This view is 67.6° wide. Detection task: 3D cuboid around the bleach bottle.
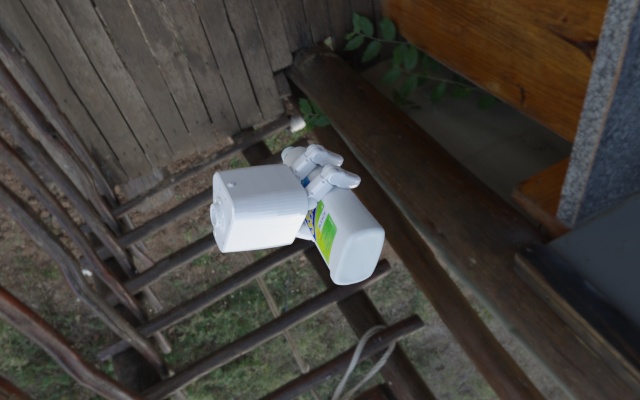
[{"bbox_3d":[0.000,0.002,0.714,0.068,0.103,0.250,-7,39,-27],"label":"bleach bottle"}]
